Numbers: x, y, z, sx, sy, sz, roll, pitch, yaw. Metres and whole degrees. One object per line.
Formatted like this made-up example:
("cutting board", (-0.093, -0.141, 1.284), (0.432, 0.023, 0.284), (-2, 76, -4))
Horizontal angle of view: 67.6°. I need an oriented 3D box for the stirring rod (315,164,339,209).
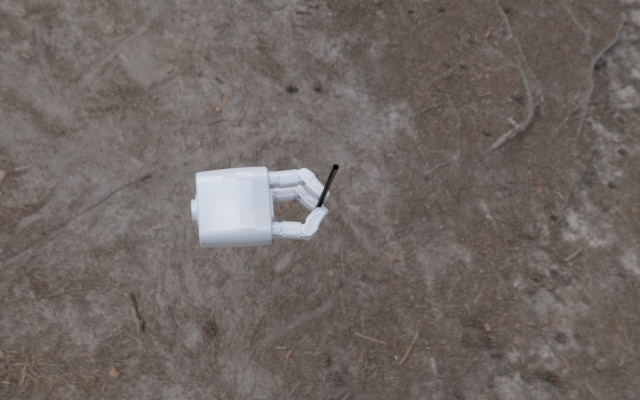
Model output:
("stirring rod", (0.000, 0.002, 0.730), (0.011, 0.011, 0.240), (0, -23, -10))
